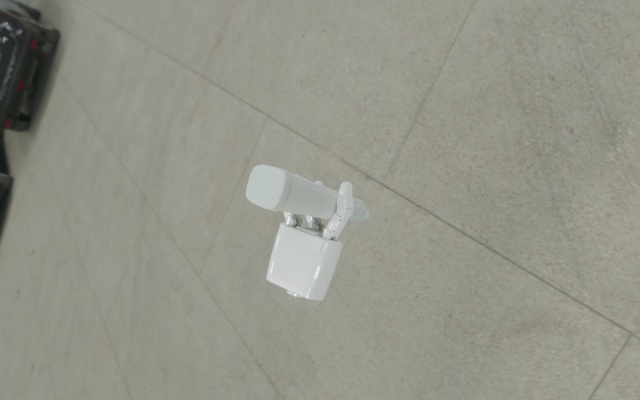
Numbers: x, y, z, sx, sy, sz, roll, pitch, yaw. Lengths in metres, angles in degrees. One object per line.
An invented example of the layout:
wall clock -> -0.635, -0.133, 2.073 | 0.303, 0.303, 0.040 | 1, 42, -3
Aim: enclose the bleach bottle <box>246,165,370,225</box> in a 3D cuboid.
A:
bleach bottle -> 0.000, 0.003, 0.828 | 0.251, 0.068, 0.102 | 16, 1, -41
